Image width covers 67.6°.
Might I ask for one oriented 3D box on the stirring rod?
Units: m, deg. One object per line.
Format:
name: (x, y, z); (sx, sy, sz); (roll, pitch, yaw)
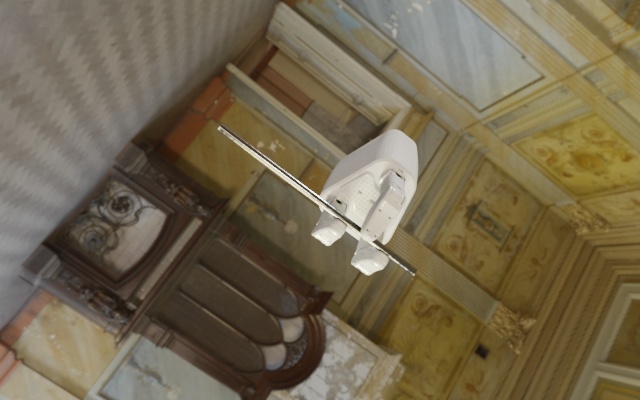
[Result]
stirring rod: (0.000, 0.001, 0.469); (0.239, 0.011, 0.011); (37, -6, -8)
